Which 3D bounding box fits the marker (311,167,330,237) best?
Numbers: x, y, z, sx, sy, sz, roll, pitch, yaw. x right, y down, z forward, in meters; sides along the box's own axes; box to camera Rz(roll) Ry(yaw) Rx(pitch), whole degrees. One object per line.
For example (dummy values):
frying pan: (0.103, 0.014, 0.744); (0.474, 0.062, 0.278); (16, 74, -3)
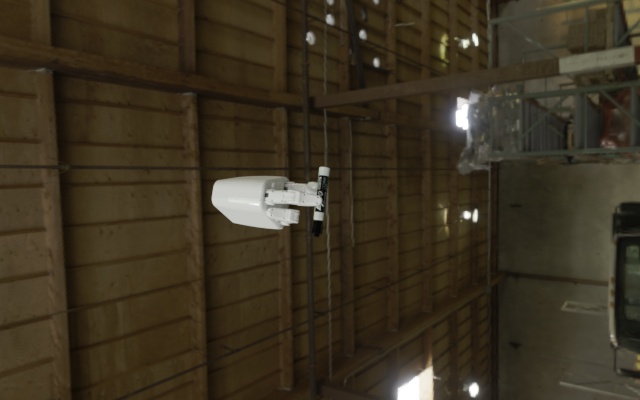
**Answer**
marker: (0.000, 0.003, 0.819); (0.020, 0.121, 0.020); (7, -8, 1)
